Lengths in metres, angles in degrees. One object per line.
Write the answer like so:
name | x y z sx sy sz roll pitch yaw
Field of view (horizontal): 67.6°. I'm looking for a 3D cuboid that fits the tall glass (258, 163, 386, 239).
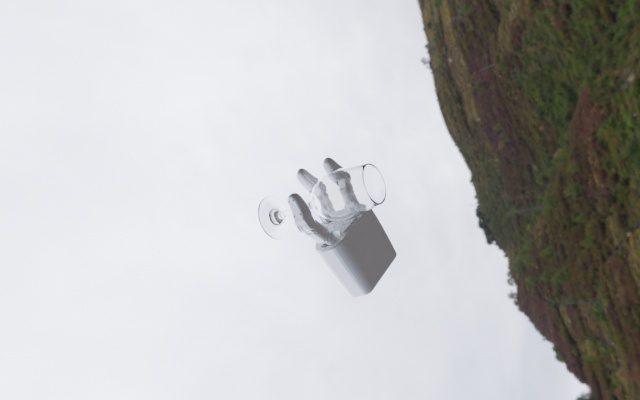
tall glass | -0.001 0.003 0.737 0.201 0.079 0.079 -19 -11 35
